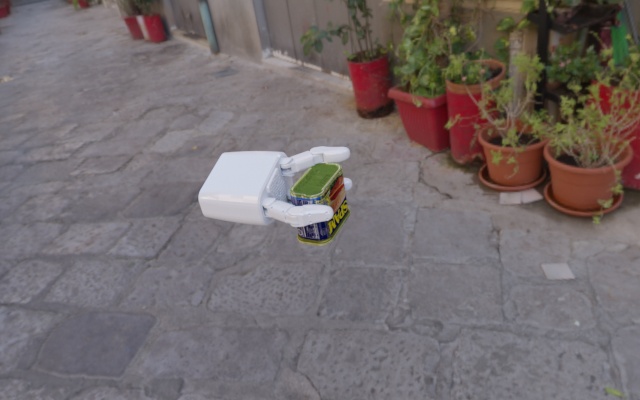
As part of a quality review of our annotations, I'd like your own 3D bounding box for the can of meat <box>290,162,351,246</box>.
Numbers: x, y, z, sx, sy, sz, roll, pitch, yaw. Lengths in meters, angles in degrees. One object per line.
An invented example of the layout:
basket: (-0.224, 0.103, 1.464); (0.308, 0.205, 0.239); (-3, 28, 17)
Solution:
can of meat: (0.000, 0.002, 0.701); (0.057, 0.084, 0.102); (7, 35, 26)
